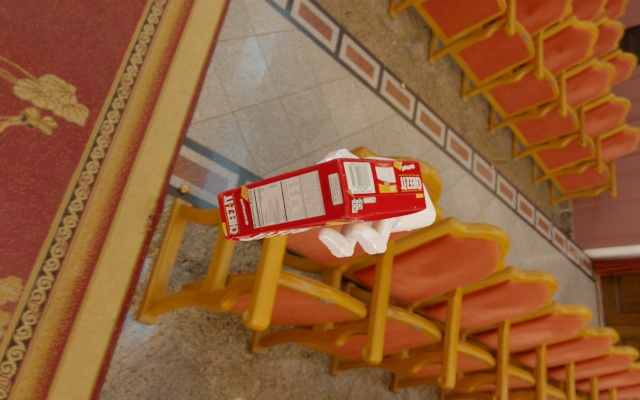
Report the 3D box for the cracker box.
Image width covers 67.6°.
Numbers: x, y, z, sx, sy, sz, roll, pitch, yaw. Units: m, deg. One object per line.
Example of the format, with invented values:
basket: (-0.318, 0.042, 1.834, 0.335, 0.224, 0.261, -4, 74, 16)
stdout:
cracker box: (0.000, 0.002, 0.612, 0.214, 0.072, 0.164, -13, -6, 41)
